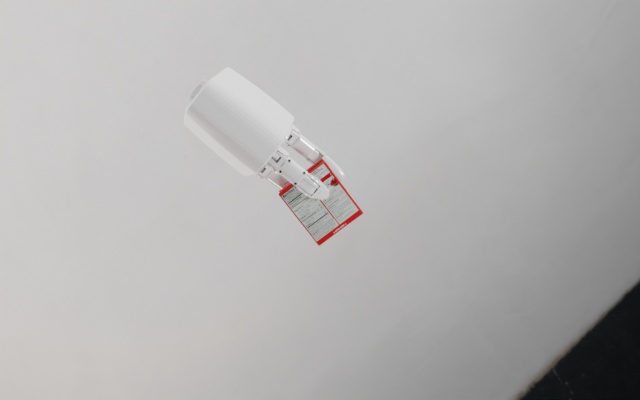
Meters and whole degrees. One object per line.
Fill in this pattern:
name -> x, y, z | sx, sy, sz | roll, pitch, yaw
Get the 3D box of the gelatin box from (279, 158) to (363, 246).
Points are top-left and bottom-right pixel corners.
gelatin box -> 0.000, 0.002, 0.620 | 0.073, 0.089, 0.030 | -37, 10, 3
